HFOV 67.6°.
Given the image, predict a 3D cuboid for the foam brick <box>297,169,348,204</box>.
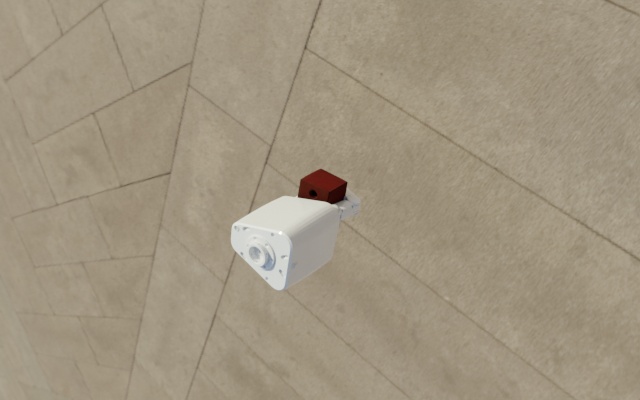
[{"bbox_3d":[0.000,0.002,0.713,0.053,0.078,0.051,26,33,27],"label":"foam brick"}]
